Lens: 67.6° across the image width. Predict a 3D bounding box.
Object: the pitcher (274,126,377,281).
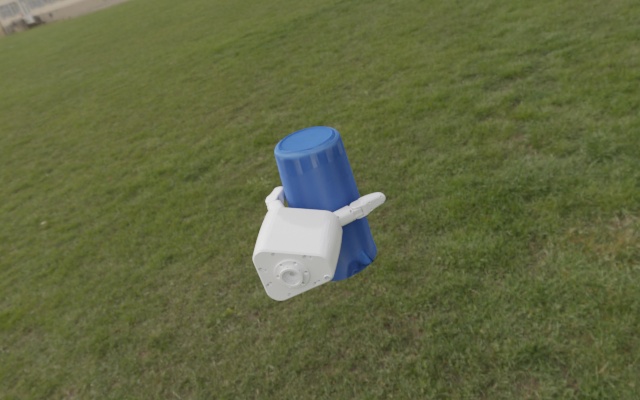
[{"bbox_3d":[0.000,0.003,0.810,0.149,0.243,0.145,-9,29,13],"label":"pitcher"}]
